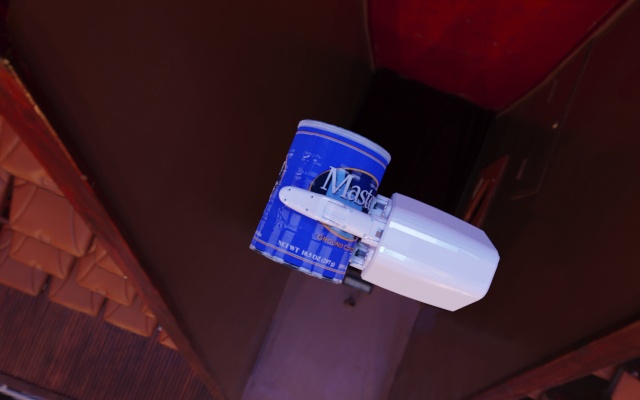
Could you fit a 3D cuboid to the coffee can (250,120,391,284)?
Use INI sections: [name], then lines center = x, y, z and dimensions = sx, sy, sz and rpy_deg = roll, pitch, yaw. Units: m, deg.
[coffee can]
center = 0.000, 0.001, 0.497
dimensions = 0.103, 0.140, 0.103
rpy_deg = 22, -4, 1
